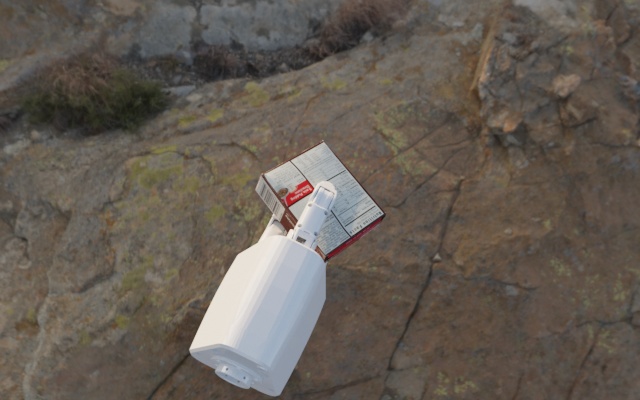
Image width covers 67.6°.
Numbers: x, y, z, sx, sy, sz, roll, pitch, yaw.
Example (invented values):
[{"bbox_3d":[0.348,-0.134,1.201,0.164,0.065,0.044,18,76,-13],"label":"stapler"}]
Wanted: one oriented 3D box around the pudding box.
[{"bbox_3d":[0.000,0.002,0.510,0.090,0.113,0.039,-31,-13,-28],"label":"pudding box"}]
